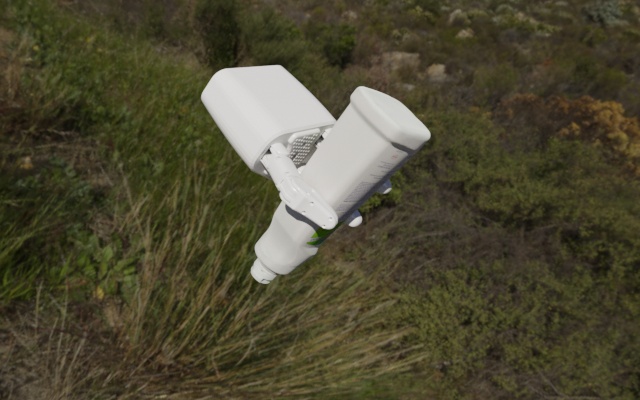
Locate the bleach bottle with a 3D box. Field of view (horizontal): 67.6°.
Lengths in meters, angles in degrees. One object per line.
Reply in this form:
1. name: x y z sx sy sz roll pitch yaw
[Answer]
1. bleach bottle: 0.000 0.002 0.505 0.251 0.068 0.102 -49 -23 24
